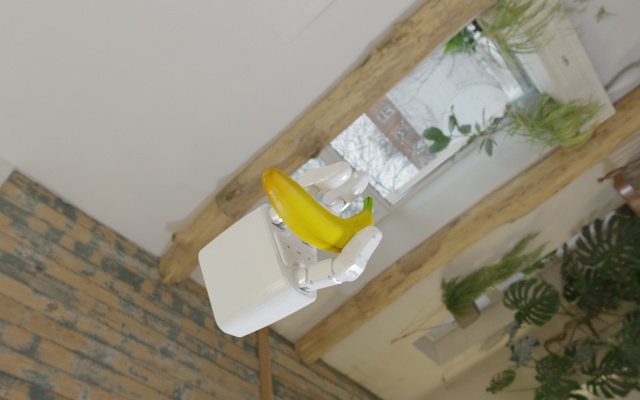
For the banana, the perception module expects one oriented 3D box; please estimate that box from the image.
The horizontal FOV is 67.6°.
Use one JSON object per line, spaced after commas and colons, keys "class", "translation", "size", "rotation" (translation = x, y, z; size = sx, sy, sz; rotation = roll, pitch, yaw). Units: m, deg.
{"class": "banana", "translation": [0.007, 0.019, 0.481], "size": [0.037, 0.069, 0.198], "rotation": [-25, -20, 26]}
